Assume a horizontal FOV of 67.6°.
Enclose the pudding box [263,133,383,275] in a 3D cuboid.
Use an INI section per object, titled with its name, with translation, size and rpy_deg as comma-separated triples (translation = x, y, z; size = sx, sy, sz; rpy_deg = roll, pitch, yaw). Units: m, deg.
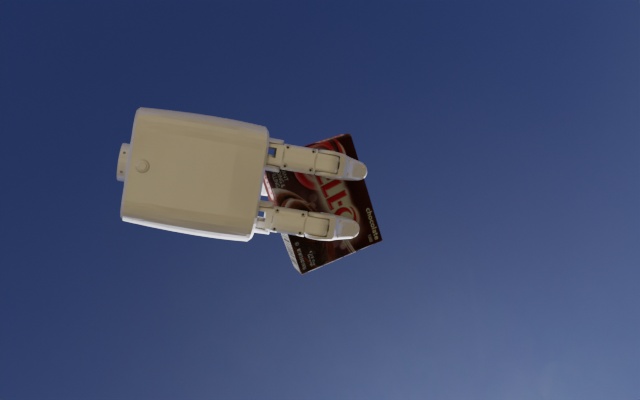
[pudding box]
translation = 0.000, 0.002, 0.461
size = 0.090, 0.113, 0.039
rpy_deg = -20, 11, -17
